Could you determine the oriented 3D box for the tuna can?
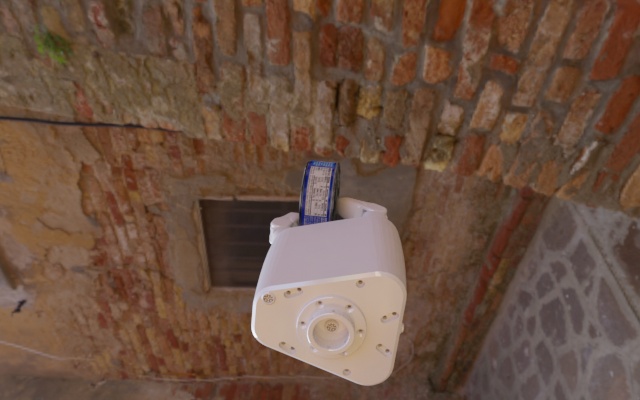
[{"bbox_3d":[0.000,0.002,0.500,0.034,0.086,0.086,5,0,5],"label":"tuna can"}]
